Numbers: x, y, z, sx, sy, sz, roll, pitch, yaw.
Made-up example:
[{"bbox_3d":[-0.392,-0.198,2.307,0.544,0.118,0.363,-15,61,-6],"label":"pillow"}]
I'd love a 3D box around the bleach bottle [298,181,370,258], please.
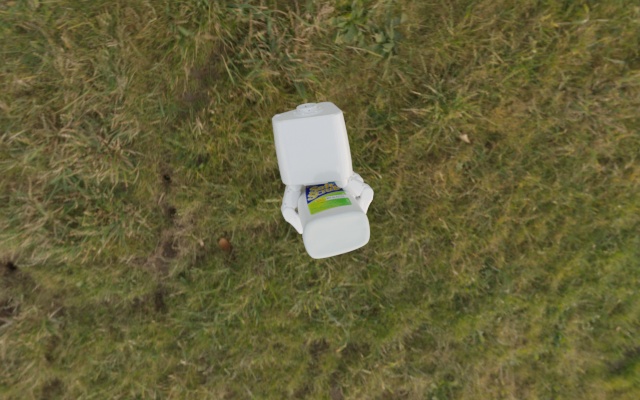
[{"bbox_3d":[0.000,0.003,0.800,0.102,0.068,0.250,-13,25,-8],"label":"bleach bottle"}]
